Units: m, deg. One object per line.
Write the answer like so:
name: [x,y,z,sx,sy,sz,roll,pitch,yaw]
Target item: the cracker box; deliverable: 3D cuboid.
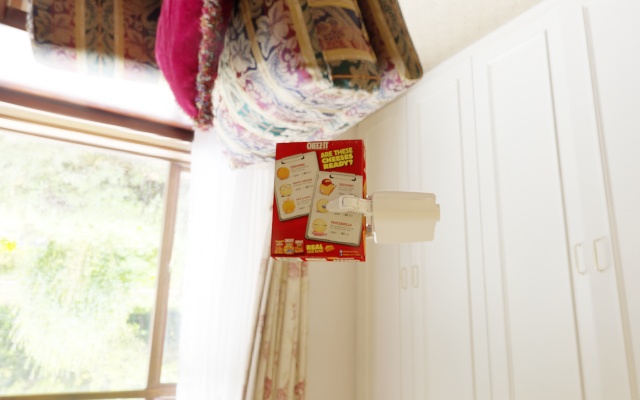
cracker box: [0.000,0.003,0.866,0.164,0.213,0.072,-1,-15,10]
